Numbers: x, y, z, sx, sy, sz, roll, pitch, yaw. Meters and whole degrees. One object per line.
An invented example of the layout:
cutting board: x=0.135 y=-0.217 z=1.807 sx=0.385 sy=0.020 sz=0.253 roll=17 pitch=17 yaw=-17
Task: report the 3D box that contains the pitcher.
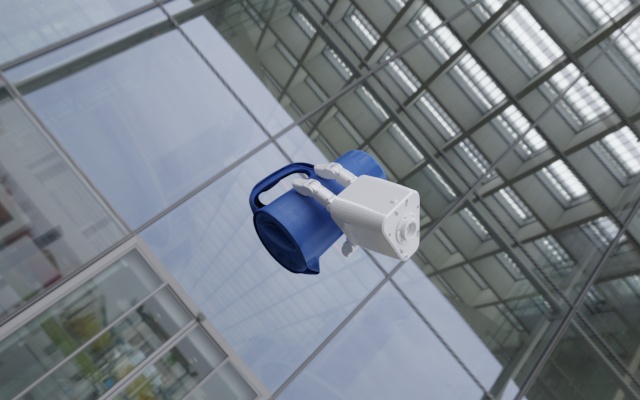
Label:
pitcher: x=0.000 y=0.003 z=0.864 sx=0.242 sy=0.149 sz=0.145 roll=-39 pitch=36 yaw=-29
